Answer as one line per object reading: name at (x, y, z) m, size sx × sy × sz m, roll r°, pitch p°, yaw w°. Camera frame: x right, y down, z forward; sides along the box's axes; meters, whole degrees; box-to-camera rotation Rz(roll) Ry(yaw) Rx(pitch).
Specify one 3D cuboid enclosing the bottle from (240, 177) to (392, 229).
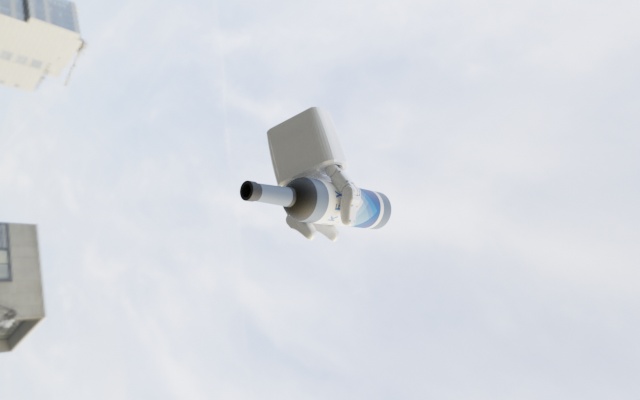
bottle at (0.000, 0.003, 0.733) m, size 0.069 × 0.069 × 0.296 m, roll 0°, pitch -6°, yaw 42°
